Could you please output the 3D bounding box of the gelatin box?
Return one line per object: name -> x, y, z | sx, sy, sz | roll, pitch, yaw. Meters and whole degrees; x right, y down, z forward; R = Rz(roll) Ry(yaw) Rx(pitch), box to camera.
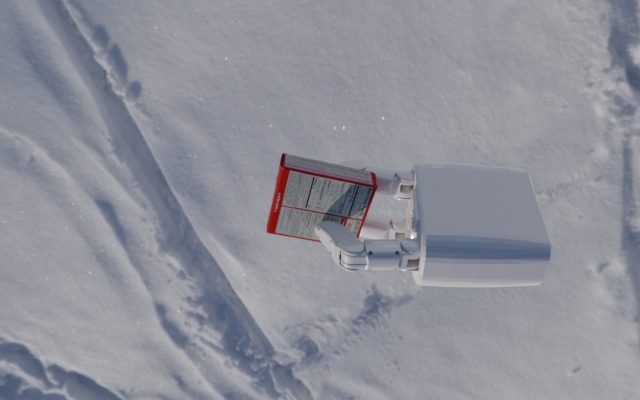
gelatin box -> 0.000, 0.002, 0.442 | 0.089, 0.073, 0.030 | 10, 33, -9
